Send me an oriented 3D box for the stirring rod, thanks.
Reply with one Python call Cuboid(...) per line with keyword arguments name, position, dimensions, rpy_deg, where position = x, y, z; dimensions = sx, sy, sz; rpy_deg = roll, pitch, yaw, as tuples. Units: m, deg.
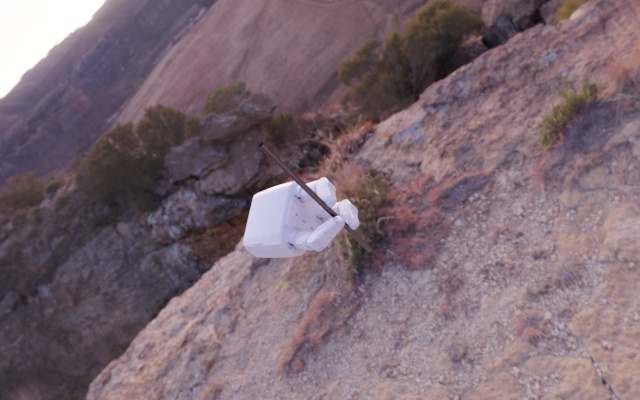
Cuboid(name="stirring rod", position=(0.000, 0.002, 0.666), dimensions=(0.240, 0.011, 0.011), rpy_deg=(44, -25, -29))
